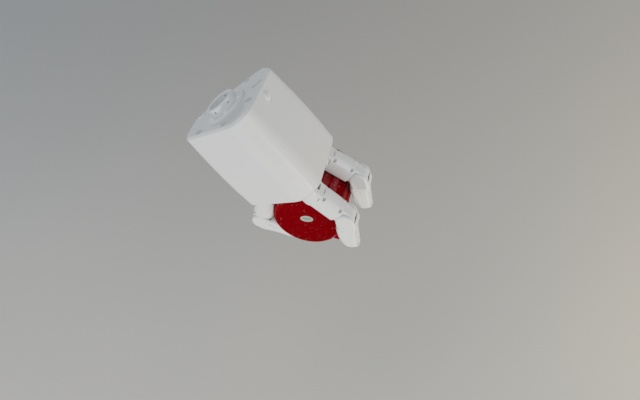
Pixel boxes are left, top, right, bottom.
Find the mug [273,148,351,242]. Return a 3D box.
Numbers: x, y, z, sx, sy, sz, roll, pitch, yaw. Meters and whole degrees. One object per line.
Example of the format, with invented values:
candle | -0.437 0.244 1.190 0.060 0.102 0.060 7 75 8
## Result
mug | 0.001 0.003 0.571 0.093 0.081 0.117 -20 -52 36
